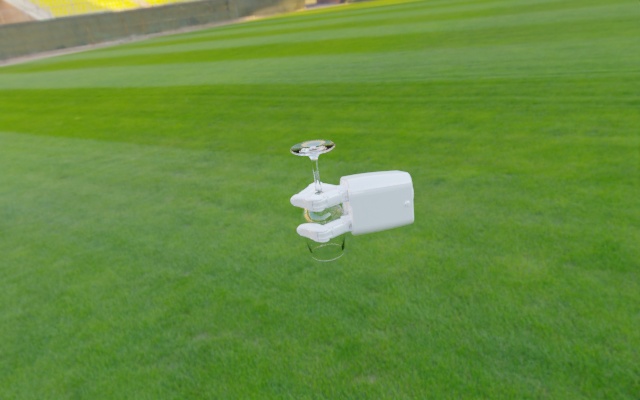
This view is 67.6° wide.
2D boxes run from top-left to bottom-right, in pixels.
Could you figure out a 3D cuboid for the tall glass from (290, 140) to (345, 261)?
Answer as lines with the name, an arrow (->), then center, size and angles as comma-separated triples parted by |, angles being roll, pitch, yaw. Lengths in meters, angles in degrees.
tall glass -> 0.000, 0.002, 0.820 | 0.079, 0.201, 0.079 | -6, 24, 3
